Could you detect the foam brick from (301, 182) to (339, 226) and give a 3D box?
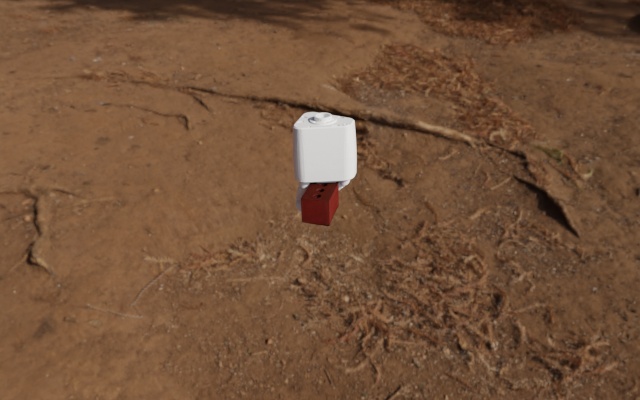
[{"bbox_3d":[0.000,0.003,0.869,0.053,0.051,0.078,6,30,13],"label":"foam brick"}]
